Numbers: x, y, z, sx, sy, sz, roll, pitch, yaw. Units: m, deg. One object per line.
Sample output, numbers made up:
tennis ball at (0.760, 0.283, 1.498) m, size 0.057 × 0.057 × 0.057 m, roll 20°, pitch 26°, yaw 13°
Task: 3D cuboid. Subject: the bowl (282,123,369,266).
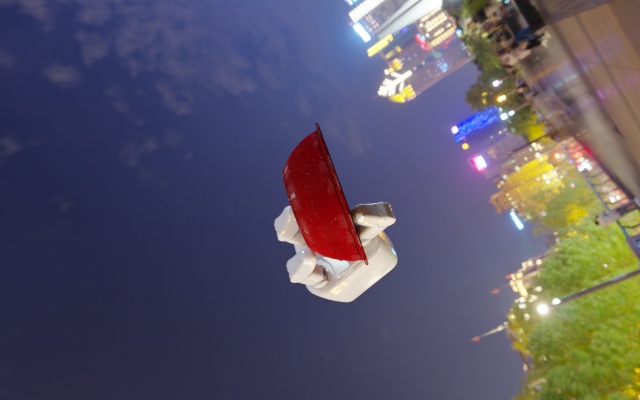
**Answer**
bowl at (-0.001, 0.001, 0.515) m, size 0.055 × 0.162 × 0.162 m, roll -20°, pitch -1°, yaw 3°
